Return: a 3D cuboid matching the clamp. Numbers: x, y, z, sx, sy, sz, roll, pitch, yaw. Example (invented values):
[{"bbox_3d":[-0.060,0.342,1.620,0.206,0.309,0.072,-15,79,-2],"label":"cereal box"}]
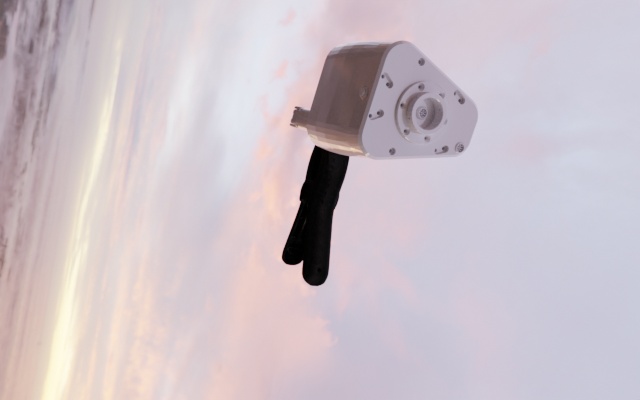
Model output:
[{"bbox_3d":[0.001,0.002,0.481,0.039,0.171,0.120,11,9,-21],"label":"clamp"}]
